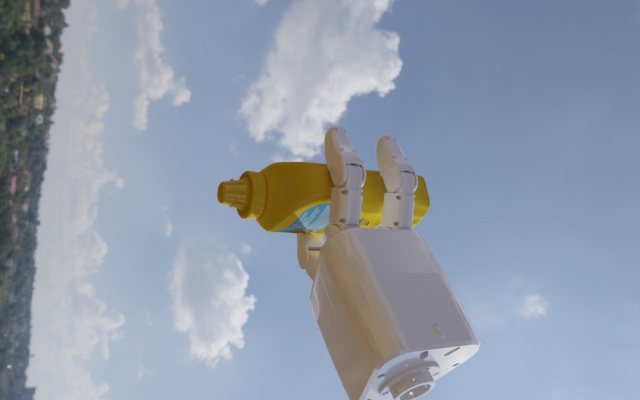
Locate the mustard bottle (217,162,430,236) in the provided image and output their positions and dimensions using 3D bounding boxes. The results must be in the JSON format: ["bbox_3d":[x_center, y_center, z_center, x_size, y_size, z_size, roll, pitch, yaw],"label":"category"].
[{"bbox_3d":[0.000,0.001,0.439,0.191,0.058,0.096,5,-23,-31],"label":"mustard bottle"}]
